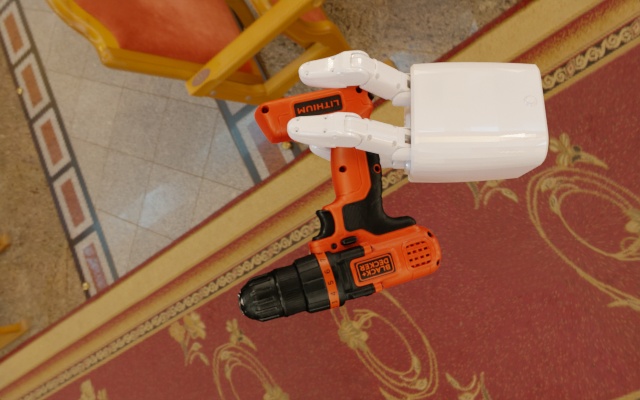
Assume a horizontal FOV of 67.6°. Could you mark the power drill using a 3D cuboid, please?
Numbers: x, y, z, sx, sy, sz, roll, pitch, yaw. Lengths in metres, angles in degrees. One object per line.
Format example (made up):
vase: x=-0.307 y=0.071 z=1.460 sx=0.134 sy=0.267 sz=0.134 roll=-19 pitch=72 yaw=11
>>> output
power drill: x=0.000 y=0.001 z=0.427 sx=0.184 sy=0.187 sz=0.057 roll=-15 pitch=-1 yaw=-11
